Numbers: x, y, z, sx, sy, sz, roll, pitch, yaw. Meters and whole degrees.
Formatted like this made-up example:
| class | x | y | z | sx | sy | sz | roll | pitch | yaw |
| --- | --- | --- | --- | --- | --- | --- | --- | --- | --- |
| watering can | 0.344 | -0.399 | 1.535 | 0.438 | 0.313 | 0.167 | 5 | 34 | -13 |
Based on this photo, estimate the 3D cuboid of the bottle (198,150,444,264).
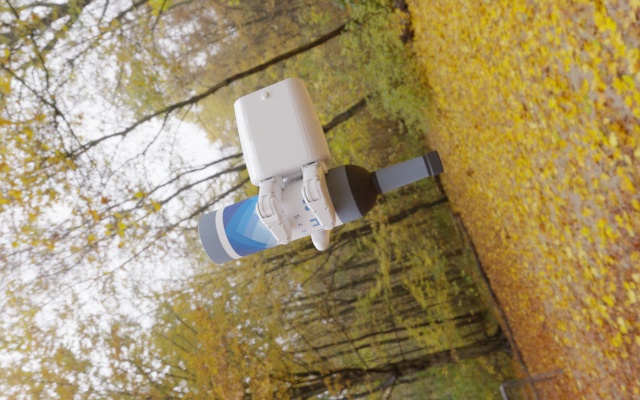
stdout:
| class | x | y | z | sx | sy | sz | roll | pitch | yaw |
| --- | --- | --- | --- | --- | --- | --- | --- | --- | --- |
| bottle | 0.000 | 0.002 | 0.573 | 0.296 | 0.069 | 0.069 | -19 | -4 | 11 |
